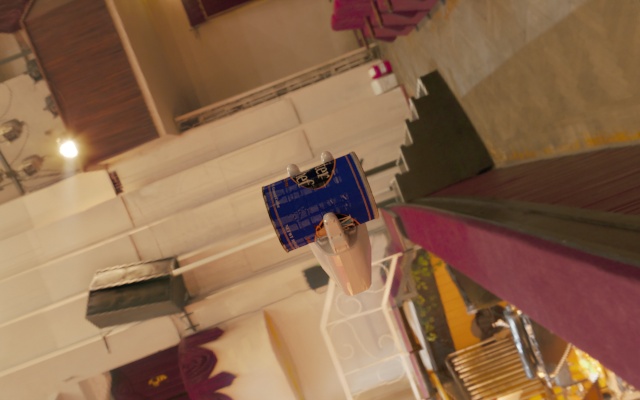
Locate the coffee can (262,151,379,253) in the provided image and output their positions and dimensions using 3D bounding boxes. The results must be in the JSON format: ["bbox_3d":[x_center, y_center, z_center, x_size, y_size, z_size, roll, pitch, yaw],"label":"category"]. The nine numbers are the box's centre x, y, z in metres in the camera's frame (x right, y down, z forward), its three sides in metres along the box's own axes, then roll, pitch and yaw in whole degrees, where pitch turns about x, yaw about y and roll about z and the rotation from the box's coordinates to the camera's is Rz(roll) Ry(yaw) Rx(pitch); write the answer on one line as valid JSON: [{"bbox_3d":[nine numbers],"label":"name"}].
[{"bbox_3d":[0.000,0.002,0.682,0.140,0.103,0.103,-21,-1,1],"label":"coffee can"}]
